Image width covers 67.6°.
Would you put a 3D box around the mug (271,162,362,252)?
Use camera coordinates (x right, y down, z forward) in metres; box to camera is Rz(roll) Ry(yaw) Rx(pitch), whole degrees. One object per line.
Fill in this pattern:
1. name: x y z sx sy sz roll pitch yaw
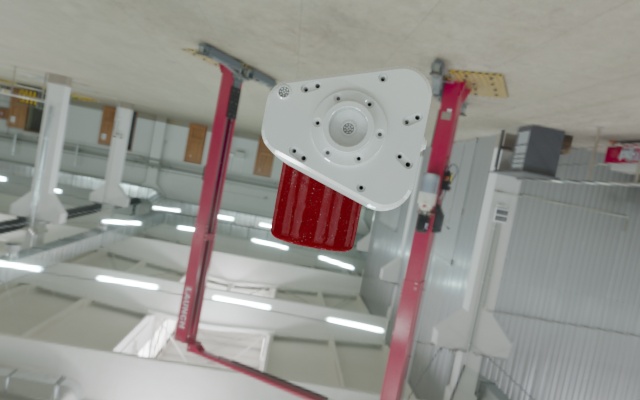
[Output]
1. mug: 0.000 0.002 0.473 0.093 0.081 0.117 11 2 7
